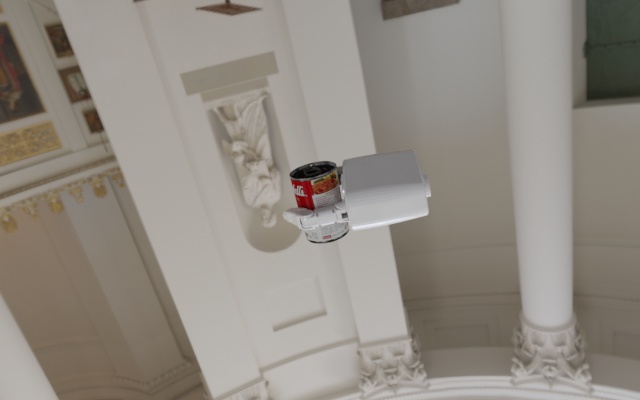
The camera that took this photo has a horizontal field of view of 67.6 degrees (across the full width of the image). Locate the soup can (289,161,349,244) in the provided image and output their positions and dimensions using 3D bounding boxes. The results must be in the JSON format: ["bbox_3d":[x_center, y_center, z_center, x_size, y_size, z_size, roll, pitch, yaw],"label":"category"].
[{"bbox_3d":[0.000,0.003,0.688,0.068,0.102,0.068,-12,22,5],"label":"soup can"}]
